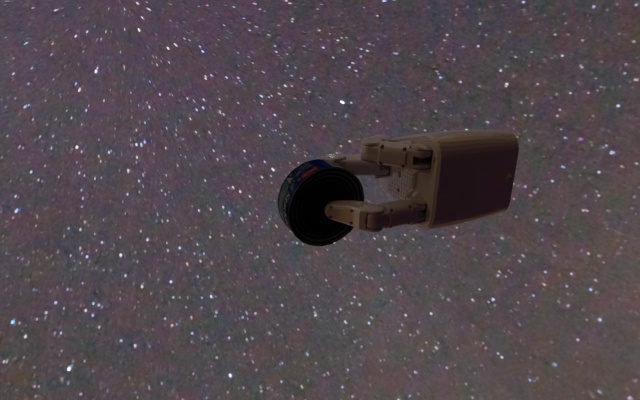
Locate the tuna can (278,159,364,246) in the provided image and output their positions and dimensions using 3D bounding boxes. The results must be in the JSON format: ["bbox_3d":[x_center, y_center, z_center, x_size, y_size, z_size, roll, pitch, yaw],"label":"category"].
[{"bbox_3d":[0.000,0.001,0.492,0.086,0.086,0.033,0,22,-29],"label":"tuna can"}]
